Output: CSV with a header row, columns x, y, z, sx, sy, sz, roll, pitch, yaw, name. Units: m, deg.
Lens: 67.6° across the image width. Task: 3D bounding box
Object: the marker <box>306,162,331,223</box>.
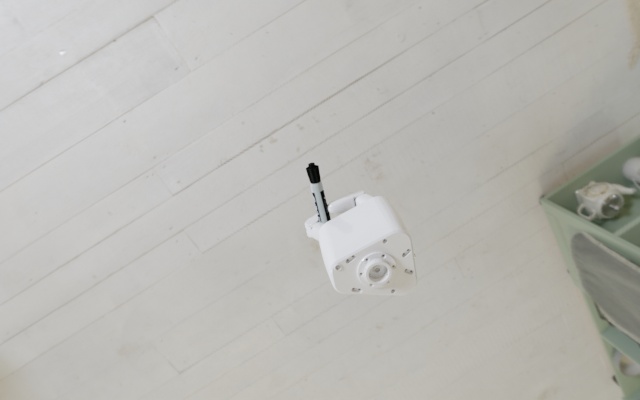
x,y,z,sx,sy,sz,roll,pitch,yaw,name
0.000,0.002,0.695,0.020,0.121,0.020,-11,23,5,marker
